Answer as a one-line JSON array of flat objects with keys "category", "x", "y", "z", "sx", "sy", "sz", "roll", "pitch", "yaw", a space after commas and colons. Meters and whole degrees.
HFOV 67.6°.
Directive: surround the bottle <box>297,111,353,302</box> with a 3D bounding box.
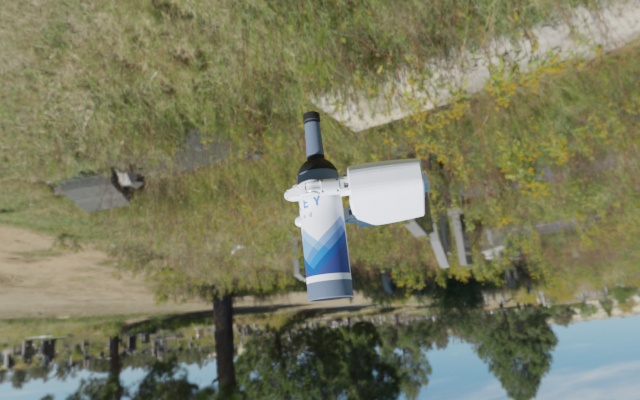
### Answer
[{"category": "bottle", "x": 0.000, "y": 0.003, "z": 0.735, "sx": 0.069, "sy": 0.295, "sz": 0.069, "roll": -6, "pitch": -15, "yaw": -2}]
